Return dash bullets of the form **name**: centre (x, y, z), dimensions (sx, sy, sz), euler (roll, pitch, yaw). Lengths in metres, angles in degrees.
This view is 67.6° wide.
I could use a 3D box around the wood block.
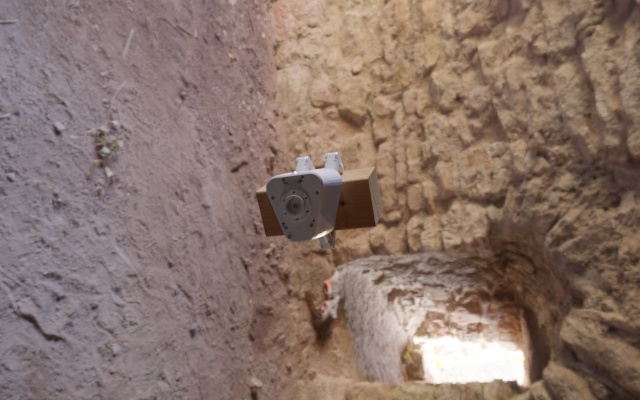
- **wood block**: centre (0.000, 0.003, 0.876), dimensions (0.206, 0.091, 0.090), euler (-6, 15, 17)
